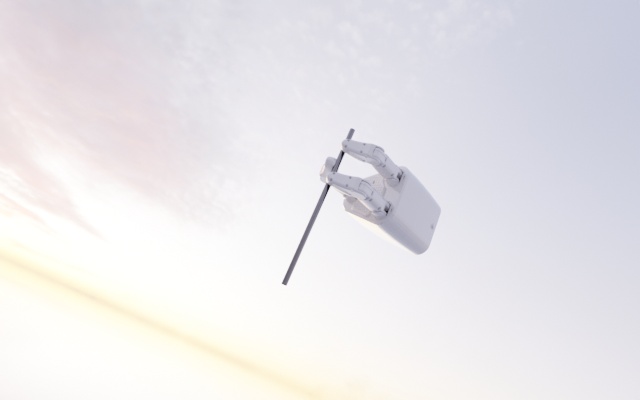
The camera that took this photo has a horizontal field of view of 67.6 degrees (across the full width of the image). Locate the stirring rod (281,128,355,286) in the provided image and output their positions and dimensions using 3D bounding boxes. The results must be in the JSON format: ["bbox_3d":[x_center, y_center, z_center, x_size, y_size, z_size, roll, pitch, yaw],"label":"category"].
[{"bbox_3d":[0.000,0.002,0.637,0.011,0.239,0.011,21,-21,8],"label":"stirring rod"}]
